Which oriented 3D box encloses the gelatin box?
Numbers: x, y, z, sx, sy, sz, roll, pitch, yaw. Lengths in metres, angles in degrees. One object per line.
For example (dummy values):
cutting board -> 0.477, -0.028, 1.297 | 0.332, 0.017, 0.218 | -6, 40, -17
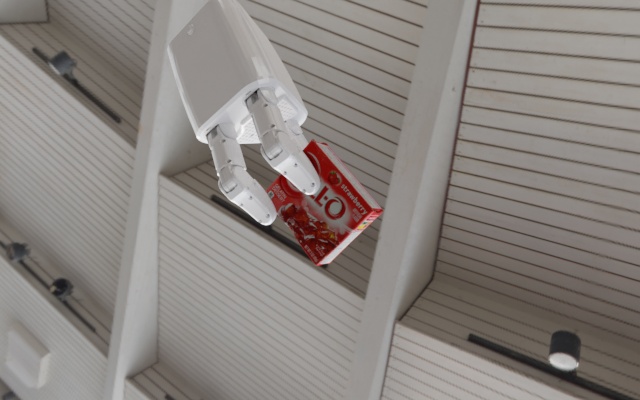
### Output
gelatin box -> 0.000, 0.002, 0.429 | 0.073, 0.089, 0.030 | -46, -21, 19
